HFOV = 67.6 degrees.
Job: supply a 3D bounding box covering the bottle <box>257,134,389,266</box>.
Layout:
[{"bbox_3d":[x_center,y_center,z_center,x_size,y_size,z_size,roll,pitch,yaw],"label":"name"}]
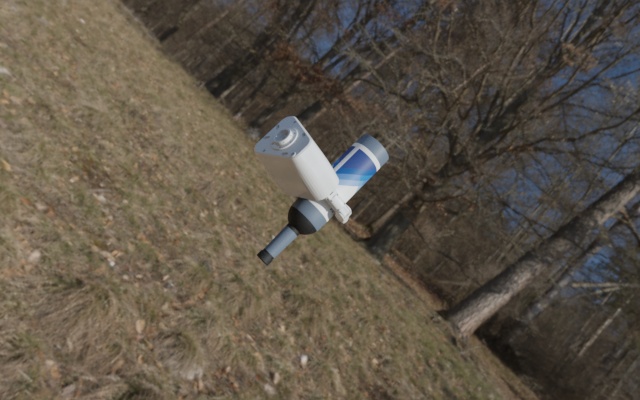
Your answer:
[{"bbox_3d":[0.000,0.003,0.861,0.295,0.069,0.069,-45,11,-11],"label":"bottle"}]
